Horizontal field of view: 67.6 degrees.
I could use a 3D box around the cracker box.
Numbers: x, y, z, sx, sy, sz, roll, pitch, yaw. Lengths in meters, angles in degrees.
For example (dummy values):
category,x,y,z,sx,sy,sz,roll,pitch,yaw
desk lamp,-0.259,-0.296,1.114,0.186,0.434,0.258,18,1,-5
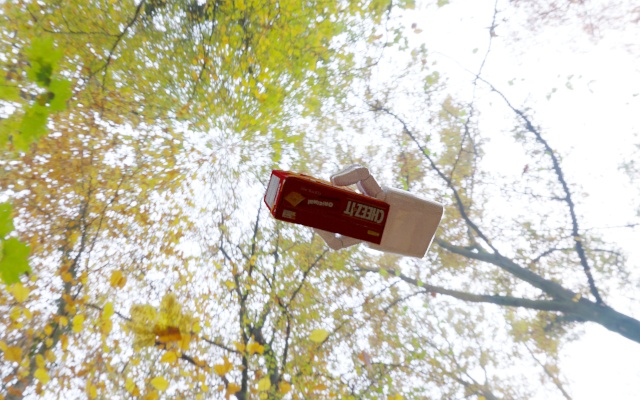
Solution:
category,x,y,z,sx,sy,sz,roll,pitch,yaw
cracker box,0.000,0.003,0.782,0.164,0.072,0.213,14,3,-12
